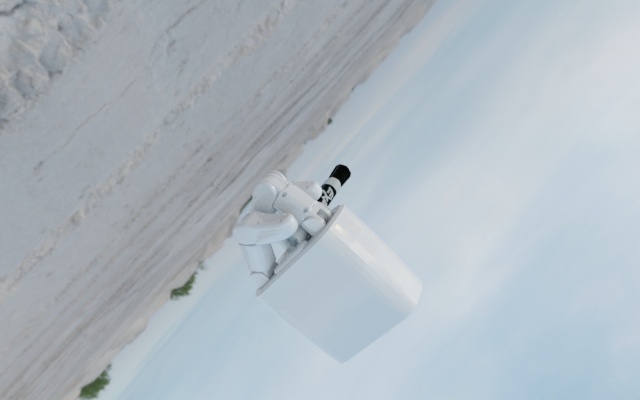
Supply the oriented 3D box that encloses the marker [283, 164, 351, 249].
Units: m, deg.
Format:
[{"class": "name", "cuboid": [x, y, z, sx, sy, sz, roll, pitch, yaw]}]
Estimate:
[{"class": "marker", "cuboid": [0.000, 0.001, 0.451, 0.020, 0.020, 0.121, 0, 34, 30]}]
